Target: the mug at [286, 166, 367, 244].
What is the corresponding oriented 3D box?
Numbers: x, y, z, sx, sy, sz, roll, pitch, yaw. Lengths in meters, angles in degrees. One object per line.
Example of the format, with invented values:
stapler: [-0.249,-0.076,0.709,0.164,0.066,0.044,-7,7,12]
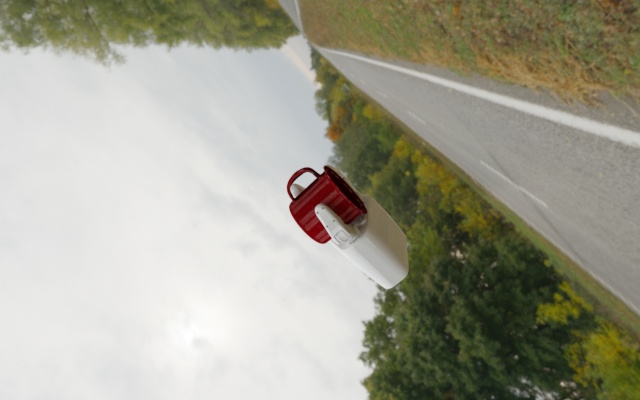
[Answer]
mug: [-0.001,0.002,0.696,0.117,0.081,0.093,43,13,-22]
